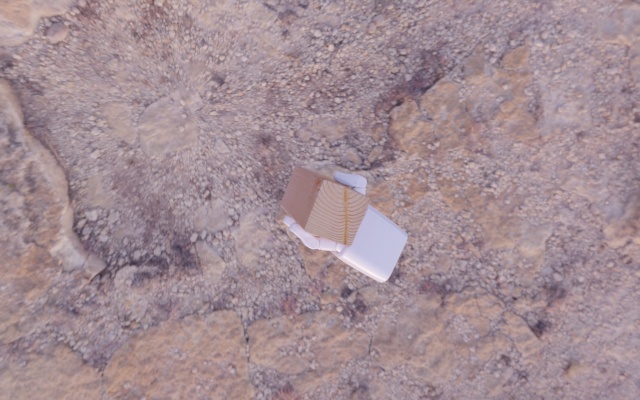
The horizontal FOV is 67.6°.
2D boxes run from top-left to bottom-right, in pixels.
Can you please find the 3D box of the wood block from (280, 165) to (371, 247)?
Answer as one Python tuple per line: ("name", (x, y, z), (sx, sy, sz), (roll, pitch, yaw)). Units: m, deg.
("wood block", (0.001, 0.003, 0.863), (0.090, 0.091, 0.206), (21, 4, -18))
